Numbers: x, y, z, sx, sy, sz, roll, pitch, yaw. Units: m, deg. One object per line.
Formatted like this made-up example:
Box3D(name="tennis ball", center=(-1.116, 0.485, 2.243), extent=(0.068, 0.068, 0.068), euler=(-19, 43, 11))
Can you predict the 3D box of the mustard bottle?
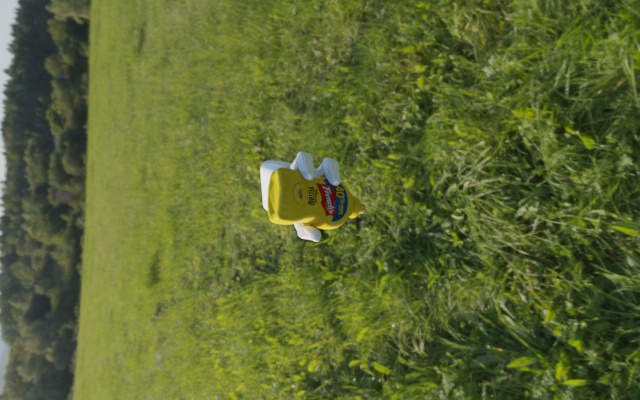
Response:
Box3D(name="mustard bottle", center=(0.000, 0.003, 0.868), extent=(0.191, 0.096, 0.058), euler=(9, -20, -31))
